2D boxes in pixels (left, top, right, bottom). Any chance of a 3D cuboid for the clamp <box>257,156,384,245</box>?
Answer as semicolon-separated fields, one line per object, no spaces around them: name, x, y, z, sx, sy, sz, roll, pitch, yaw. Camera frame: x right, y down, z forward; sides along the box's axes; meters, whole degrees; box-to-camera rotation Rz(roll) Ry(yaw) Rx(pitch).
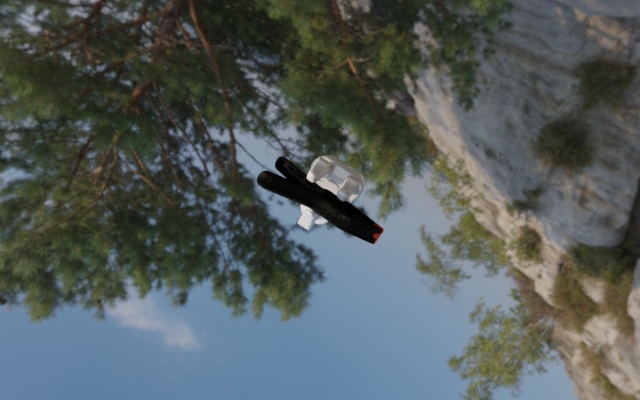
clamp;0.000;0.003;0.724;0.210;0.036;0.164;34;14;3
